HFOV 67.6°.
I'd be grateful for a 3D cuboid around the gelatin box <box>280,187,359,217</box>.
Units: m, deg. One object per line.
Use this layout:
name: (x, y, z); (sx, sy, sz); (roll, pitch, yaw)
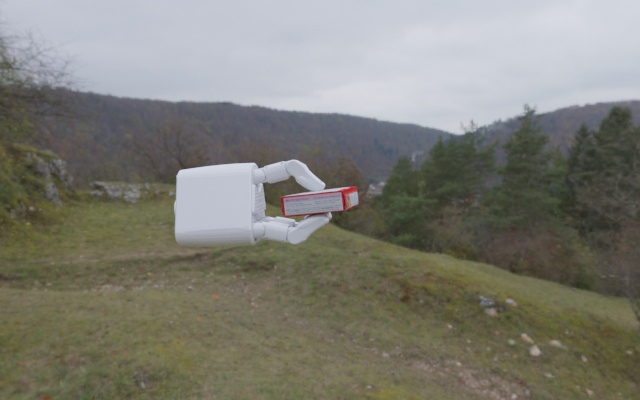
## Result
gelatin box: (0.000, 0.002, 0.648); (0.089, 0.030, 0.073); (-7, 3, 18)
